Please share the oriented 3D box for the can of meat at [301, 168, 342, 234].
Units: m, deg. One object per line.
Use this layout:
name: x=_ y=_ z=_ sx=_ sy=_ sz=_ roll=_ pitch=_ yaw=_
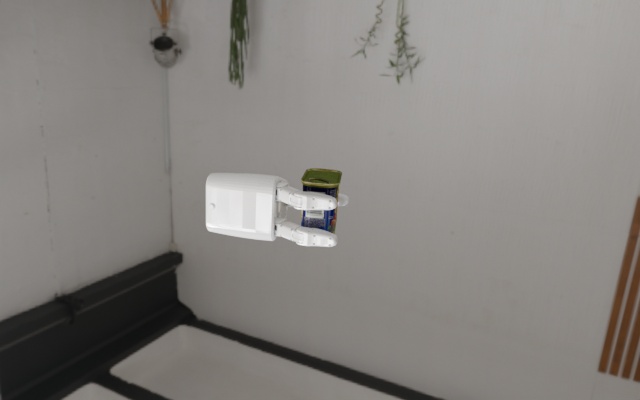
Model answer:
can of meat: x=0.000 y=0.003 z=0.728 sx=0.057 sy=0.084 sz=0.102 roll=5 pitch=16 yaw=3
